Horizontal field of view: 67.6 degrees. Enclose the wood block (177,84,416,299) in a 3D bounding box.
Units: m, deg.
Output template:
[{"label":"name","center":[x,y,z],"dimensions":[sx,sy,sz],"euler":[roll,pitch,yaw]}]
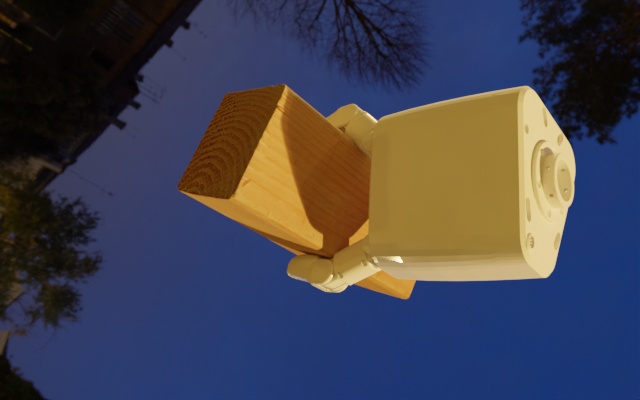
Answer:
[{"label":"wood block","center":[0.000,0.002,0.408],"dimensions":[0.206,0.091,0.090],"euler":[34,-16,-37]}]
